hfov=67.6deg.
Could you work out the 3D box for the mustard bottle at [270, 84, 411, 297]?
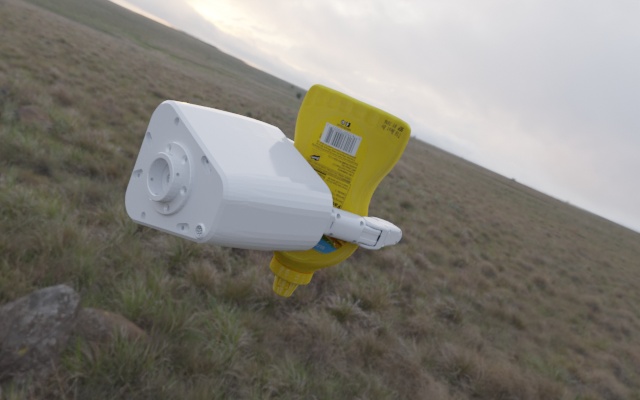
[{"bbox_3d":[0.000,0.001,0.431,0.096,0.192,0.058,26,12,12],"label":"mustard bottle"}]
